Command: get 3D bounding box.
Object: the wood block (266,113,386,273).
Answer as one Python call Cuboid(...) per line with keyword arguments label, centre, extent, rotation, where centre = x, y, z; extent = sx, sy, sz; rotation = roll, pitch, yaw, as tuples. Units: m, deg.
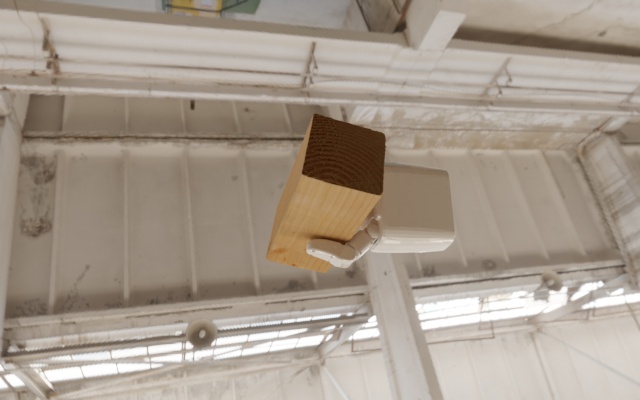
Cuboid(label="wood block", centre=(0.000, 0.002, 0.596), extent=(0.090, 0.090, 0.206), rotation=(15, -35, -9))
